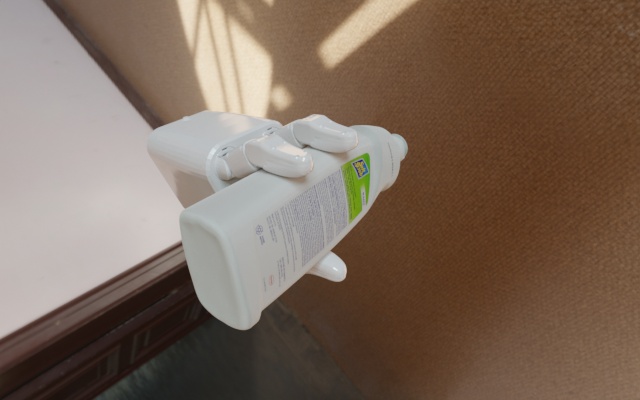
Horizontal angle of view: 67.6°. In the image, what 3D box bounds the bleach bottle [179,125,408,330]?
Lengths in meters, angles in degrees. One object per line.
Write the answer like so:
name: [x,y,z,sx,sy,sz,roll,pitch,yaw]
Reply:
bleach bottle: [0.000,0.001,0.429,0.068,0.103,0.250,18,36,37]
